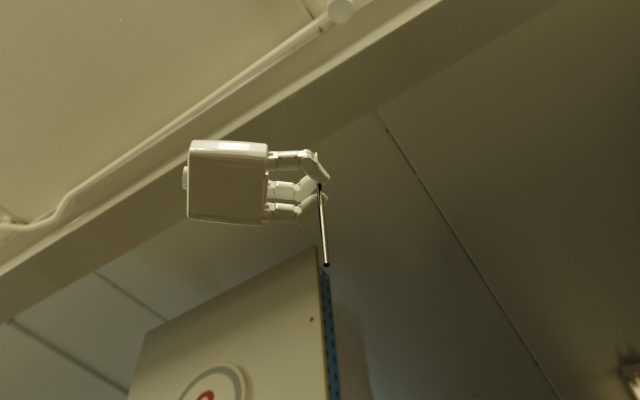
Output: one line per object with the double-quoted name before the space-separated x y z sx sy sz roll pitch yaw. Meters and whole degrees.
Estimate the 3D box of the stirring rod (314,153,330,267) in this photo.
"stirring rod" 0.000 0.002 0.661 0.011 0.011 0.239 0 38 -4
